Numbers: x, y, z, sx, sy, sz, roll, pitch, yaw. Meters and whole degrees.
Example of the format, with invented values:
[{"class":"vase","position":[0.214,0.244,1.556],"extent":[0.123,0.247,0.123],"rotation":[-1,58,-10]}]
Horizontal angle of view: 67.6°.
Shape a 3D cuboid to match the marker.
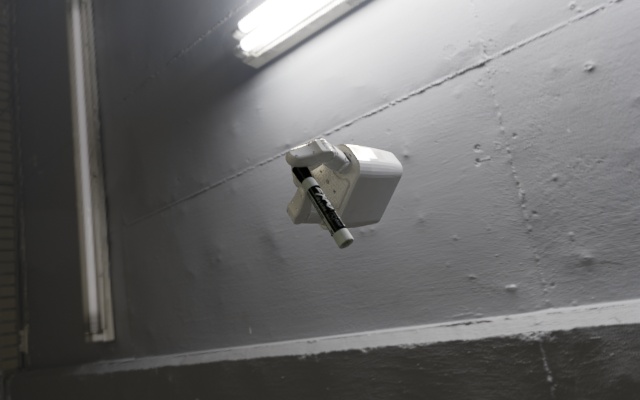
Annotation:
[{"class":"marker","position":[0.000,0.002,0.547],"extent":[0.020,0.121,0.020],"rotation":[-25,-28,-14]}]
